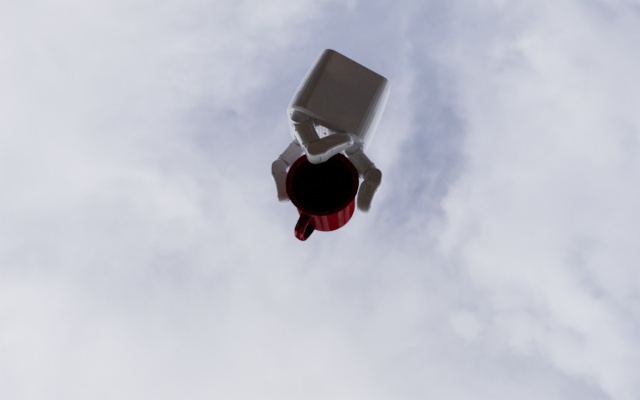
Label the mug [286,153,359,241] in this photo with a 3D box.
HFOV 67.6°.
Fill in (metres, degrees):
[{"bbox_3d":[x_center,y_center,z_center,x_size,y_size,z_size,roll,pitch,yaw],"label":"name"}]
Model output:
[{"bbox_3d":[0.000,0.003,0.629,0.093,0.117,0.081,22,-19,14],"label":"mug"}]
